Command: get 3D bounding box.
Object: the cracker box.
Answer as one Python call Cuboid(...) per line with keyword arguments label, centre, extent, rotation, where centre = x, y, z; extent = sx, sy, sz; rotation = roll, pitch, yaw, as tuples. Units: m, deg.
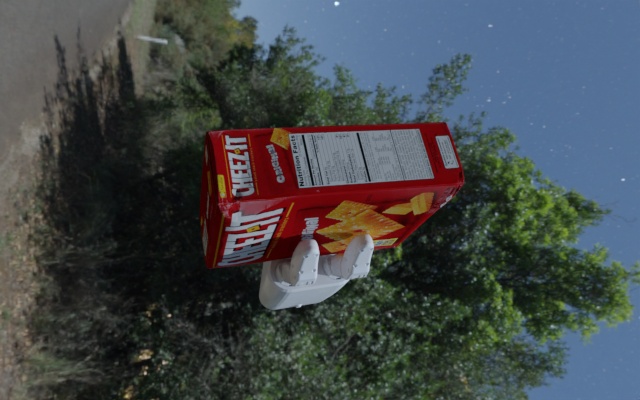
Cuboid(label="cracker box", centre=(0.000, 0.001, 0.451), extent=(0.213, 0.072, 0.164), rotation=(-5, -24, -18))
